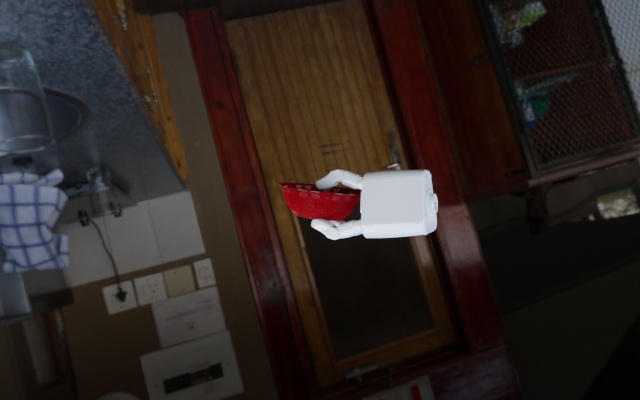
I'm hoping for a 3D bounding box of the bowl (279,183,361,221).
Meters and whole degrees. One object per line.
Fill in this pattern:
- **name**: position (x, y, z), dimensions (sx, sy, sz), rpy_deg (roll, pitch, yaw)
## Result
- **bowl**: position (-0.001, 0.003, 0.888), dimensions (0.162, 0.055, 0.162), rpy_deg (7, 6, -1)
